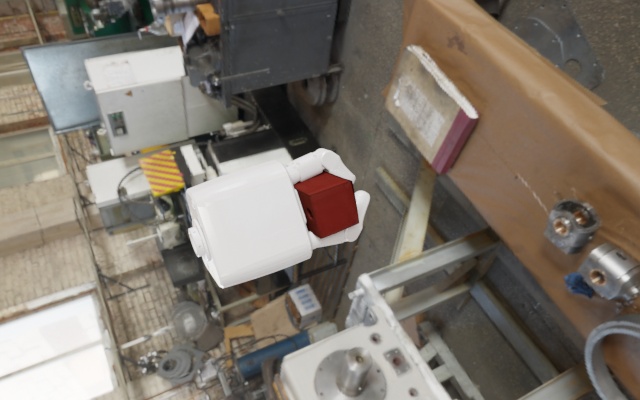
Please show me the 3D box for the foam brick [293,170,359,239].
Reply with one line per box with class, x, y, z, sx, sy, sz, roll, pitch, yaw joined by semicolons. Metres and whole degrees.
foam brick;0.000;0.002;0.539;0.051;0.053;0.078;-21;21;-21
